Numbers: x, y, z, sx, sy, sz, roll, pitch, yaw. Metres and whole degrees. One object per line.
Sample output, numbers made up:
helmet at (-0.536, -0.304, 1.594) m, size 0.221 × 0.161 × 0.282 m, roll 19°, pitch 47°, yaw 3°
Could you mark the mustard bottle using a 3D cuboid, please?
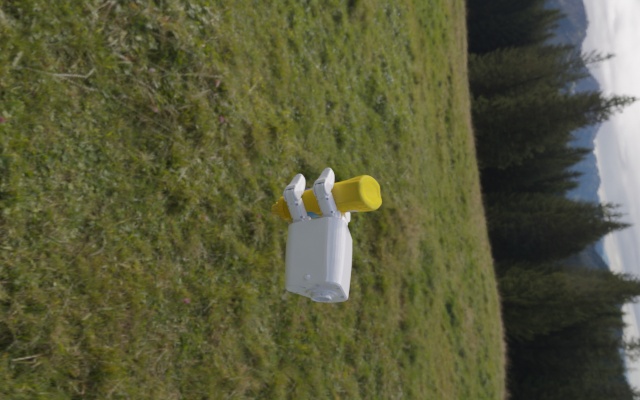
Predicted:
mustard bottle at (0.000, 0.002, 0.812) m, size 0.191 × 0.058 × 0.096 m, roll -11°, pitch -6°, yaw 26°
